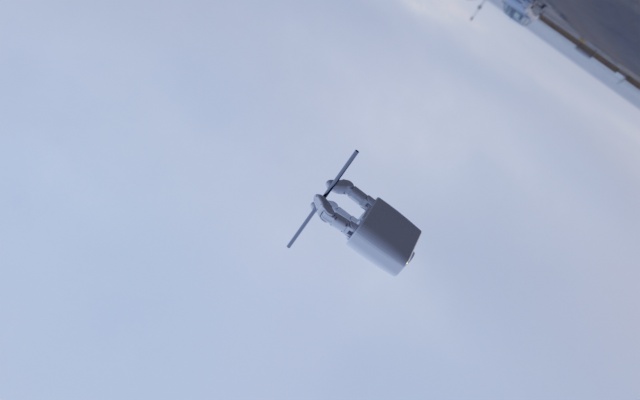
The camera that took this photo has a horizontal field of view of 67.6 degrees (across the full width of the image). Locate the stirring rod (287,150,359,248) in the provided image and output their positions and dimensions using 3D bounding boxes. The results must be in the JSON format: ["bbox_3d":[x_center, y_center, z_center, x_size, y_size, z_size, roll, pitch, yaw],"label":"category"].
[{"bbox_3d":[0.000,0.003,0.863,0.011,0.240,0.011,27,29,-16],"label":"stirring rod"}]
